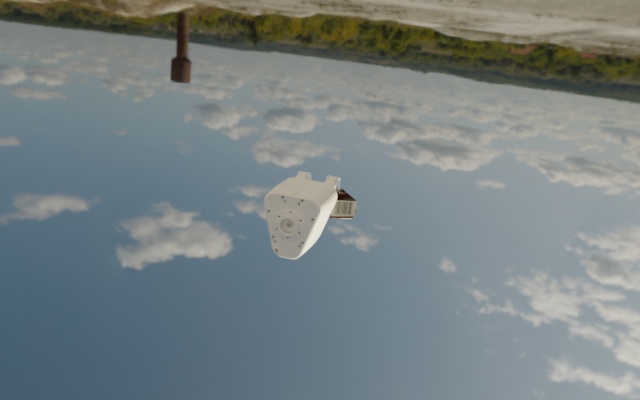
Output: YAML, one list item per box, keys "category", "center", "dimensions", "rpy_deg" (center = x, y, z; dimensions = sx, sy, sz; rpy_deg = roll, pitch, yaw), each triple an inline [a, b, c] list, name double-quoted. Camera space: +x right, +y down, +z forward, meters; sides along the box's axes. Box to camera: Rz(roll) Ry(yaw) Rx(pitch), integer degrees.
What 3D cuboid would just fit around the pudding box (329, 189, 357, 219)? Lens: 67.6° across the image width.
- category: "pudding box"
  center: [0.000, 0.003, 0.890]
  dimensions: [0.113, 0.039, 0.090]
  rpy_deg: [4, 15, -15]
